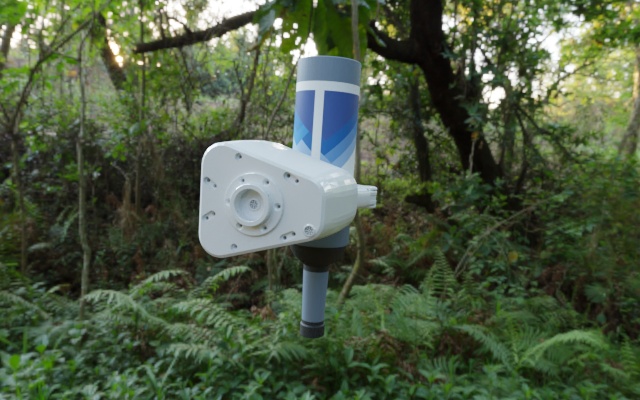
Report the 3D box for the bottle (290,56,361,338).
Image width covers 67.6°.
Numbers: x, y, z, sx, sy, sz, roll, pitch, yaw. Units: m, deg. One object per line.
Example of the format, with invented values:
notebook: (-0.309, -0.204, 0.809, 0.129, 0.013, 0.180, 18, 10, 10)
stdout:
bottle: (0.000, 0.001, 0.514, 0.069, 0.296, 0.069, 4, 6, 0)
